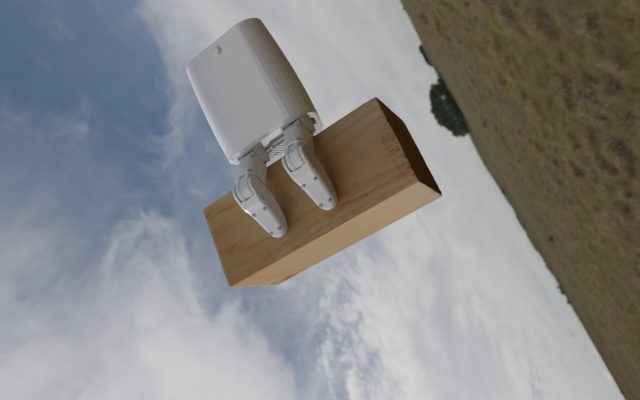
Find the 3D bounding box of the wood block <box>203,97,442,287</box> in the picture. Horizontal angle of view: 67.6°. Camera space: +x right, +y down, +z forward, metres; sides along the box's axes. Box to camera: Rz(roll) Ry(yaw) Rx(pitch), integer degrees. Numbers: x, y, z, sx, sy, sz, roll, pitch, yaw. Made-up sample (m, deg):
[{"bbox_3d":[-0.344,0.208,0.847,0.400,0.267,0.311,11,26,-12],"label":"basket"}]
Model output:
[{"bbox_3d":[0.000,0.001,0.471,0.206,0.090,0.091,-31,-19,21],"label":"wood block"}]
